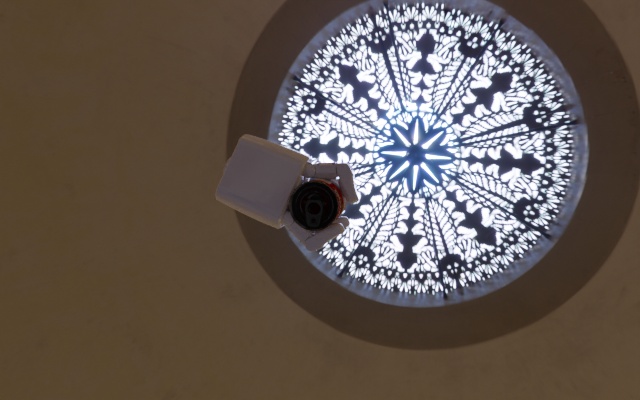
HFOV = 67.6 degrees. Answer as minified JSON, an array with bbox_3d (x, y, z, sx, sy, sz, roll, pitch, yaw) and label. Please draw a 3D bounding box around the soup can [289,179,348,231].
[{"bbox_3d":[0.001,0.002,0.688,0.068,0.068,0.102,0,6,11],"label":"soup can"}]
